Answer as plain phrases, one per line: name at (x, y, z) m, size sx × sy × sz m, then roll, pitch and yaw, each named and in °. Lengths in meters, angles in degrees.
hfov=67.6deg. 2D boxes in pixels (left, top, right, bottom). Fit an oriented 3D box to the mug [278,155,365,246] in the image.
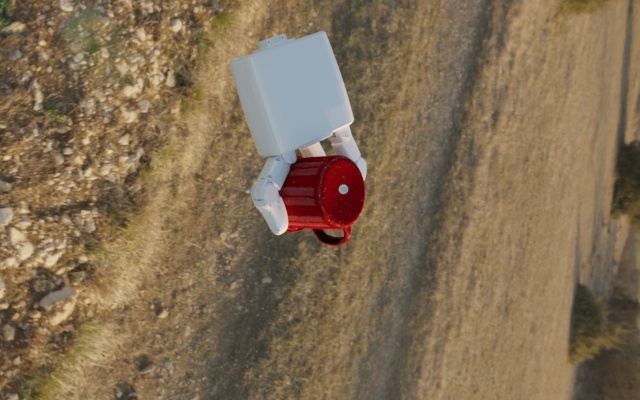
mug at (0.001, 0.003, 0.546) m, size 0.081 × 0.117 × 0.093 m, roll 0°, pitch 27°, yaw 44°
